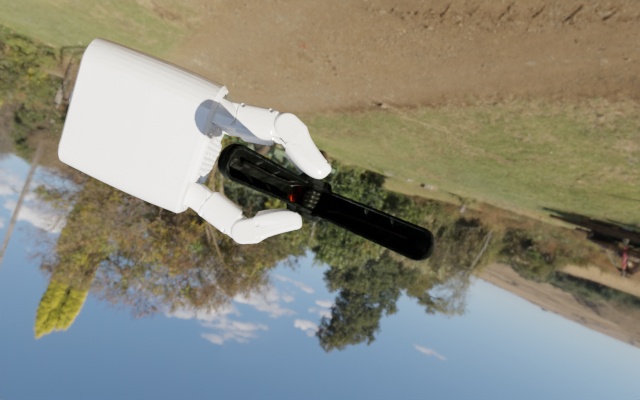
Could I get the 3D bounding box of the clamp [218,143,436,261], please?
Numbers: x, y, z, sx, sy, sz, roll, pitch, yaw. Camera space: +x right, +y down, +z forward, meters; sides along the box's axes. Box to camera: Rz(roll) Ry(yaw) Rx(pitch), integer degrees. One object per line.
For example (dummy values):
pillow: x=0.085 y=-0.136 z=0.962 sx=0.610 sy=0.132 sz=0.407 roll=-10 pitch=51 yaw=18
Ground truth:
clamp: x=-0.001 y=0.002 z=0.415 sx=0.164 sy=0.036 sz=0.210 roll=25 pitch=-1 yaw=-5
